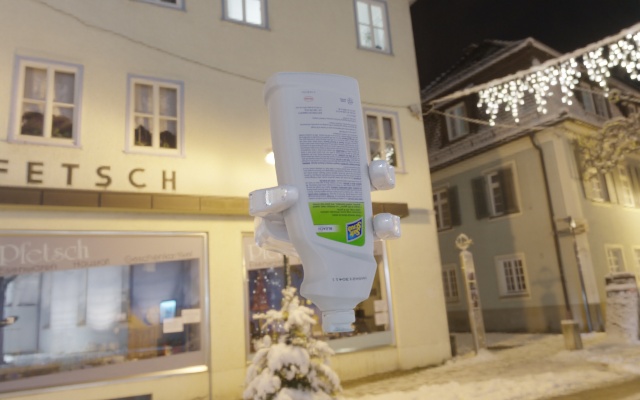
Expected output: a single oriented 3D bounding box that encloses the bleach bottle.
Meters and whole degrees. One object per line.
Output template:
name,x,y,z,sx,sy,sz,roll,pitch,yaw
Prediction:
bleach bottle,0.000,0.001,0.474,0.102,0.250,0.068,-1,-14,-15
